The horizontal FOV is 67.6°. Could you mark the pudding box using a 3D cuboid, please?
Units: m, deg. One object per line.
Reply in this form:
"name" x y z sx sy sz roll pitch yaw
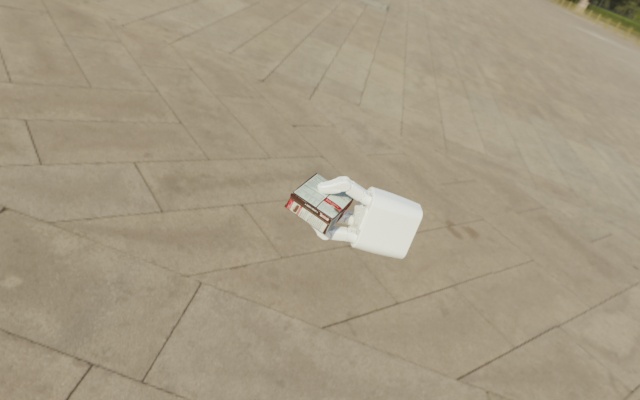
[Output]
"pudding box" 0.000 0.003 0.870 0.090 0.039 0.113 34 30 9
